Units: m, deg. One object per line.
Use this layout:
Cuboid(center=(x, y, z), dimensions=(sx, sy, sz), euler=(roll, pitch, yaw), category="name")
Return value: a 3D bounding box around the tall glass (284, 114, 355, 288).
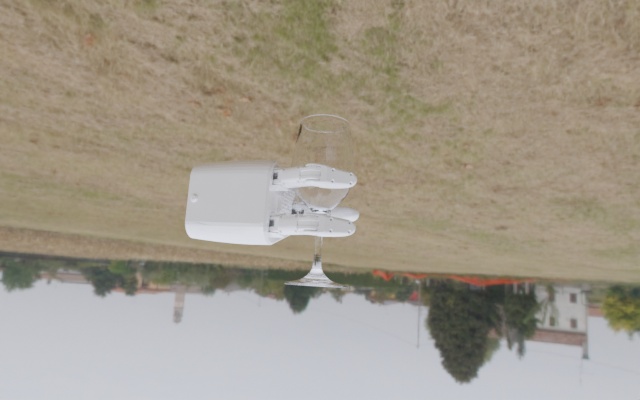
Cuboid(center=(0.000, 0.003, 0.575), dimensions=(0.079, 0.201, 0.079), euler=(4, -10, 1), category="tall glass")
